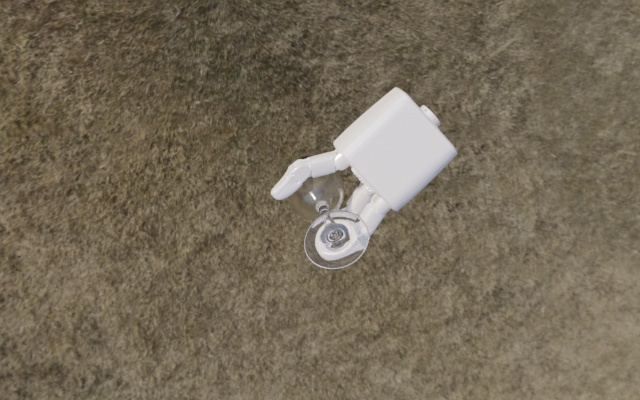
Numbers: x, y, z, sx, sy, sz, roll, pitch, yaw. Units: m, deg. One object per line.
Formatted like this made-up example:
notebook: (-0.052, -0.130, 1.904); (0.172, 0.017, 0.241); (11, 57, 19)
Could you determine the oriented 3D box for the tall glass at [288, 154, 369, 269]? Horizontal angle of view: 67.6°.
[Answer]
tall glass: (0.000, 0.002, 0.615); (0.079, 0.079, 0.201); (0, 25, -12)
